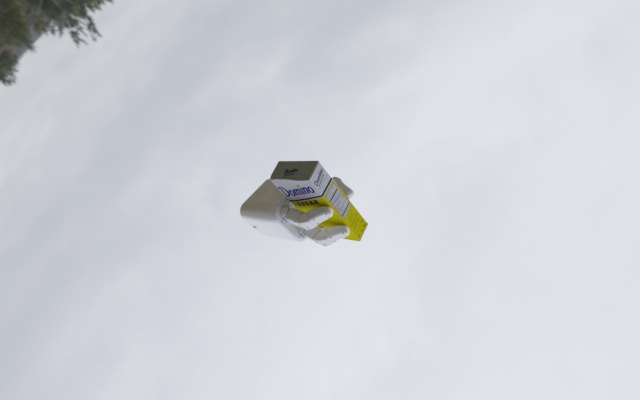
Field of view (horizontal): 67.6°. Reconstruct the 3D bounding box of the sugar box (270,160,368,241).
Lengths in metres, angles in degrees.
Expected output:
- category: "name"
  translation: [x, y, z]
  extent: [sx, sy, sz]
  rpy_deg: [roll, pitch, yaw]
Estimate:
- category: "sugar box"
  translation: [0.000, 0.003, 0.814]
  extent: [0.093, 0.048, 0.176]
  rpy_deg: [3, -31, 42]
